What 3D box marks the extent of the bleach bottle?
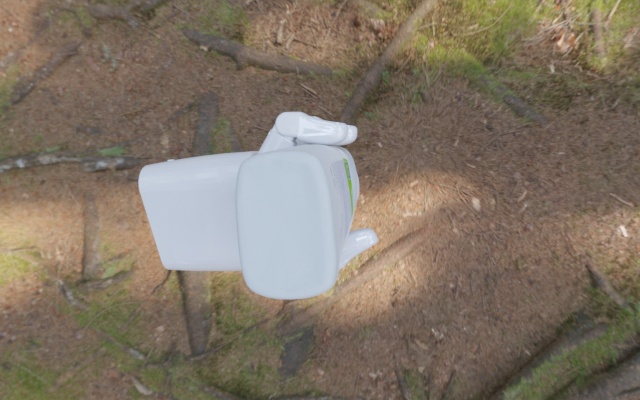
[{"bbox_3d":[0.000,0.001,0.428,0.068,0.102,0.251,-3,6,12],"label":"bleach bottle"}]
